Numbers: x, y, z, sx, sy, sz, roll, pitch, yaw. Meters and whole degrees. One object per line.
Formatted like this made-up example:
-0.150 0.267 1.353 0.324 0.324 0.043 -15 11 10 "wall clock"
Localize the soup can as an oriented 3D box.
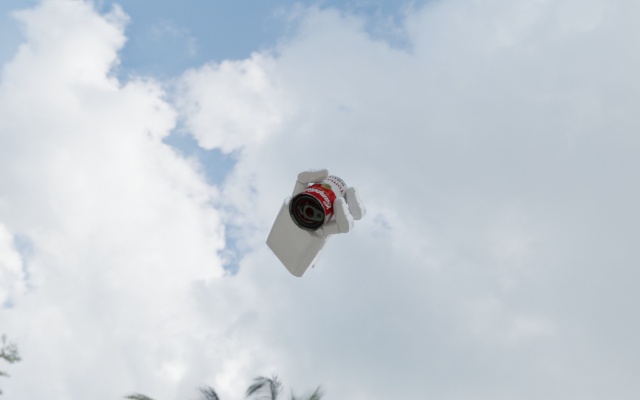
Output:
0.000 0.002 0.821 0.068 0.068 0.102 0 20 29 "soup can"
